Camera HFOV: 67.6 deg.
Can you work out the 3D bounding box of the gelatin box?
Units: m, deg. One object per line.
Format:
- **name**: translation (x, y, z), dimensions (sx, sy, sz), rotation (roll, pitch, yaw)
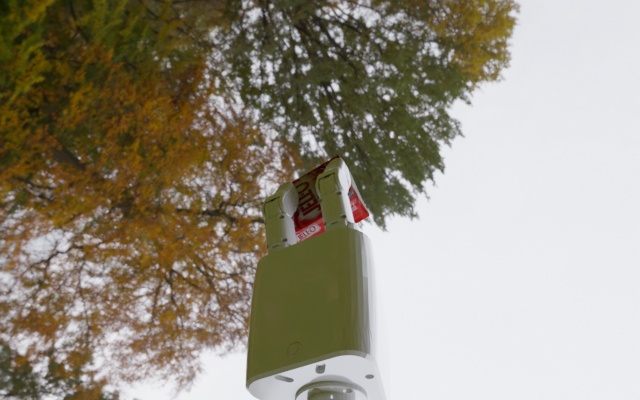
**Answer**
- **gelatin box**: translation (0.000, 0.002, 0.457), dimensions (0.073, 0.030, 0.089), rotation (-30, 31, 8)
